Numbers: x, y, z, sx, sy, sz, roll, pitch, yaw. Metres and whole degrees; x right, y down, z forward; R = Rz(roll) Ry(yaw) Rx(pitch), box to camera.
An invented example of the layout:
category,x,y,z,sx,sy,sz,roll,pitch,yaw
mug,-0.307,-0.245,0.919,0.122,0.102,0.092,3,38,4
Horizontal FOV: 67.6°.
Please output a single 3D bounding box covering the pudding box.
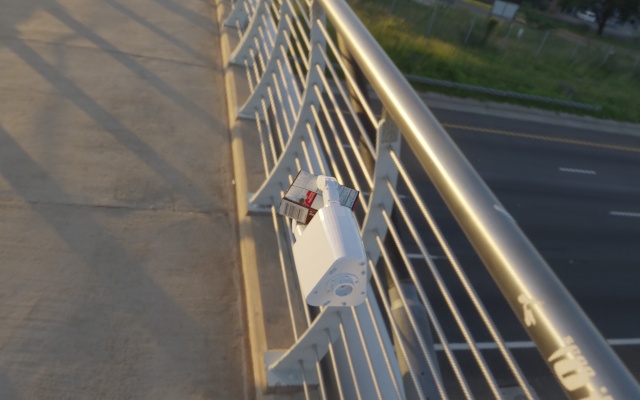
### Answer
category,x,y,z,sx,sy,sz,roll,pitch,yaw
pudding box,0.000,0.002,0.785,0.113,0.039,0.090,22,38,5
